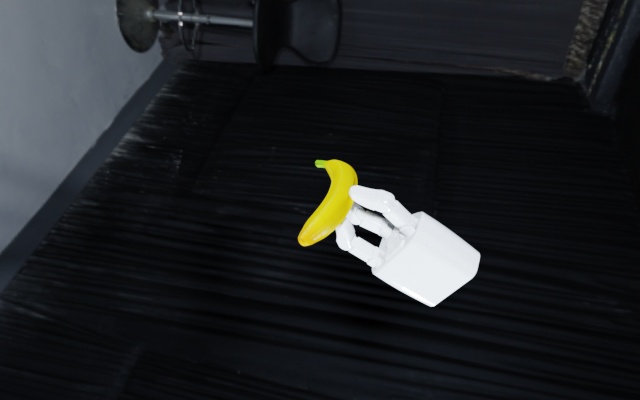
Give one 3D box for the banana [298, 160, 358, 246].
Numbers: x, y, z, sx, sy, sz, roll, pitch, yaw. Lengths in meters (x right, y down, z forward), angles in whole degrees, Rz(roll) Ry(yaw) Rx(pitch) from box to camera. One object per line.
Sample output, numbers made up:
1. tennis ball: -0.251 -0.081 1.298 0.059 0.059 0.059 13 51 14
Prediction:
1. banana: 0.017 -0.006 0.663 0.069 0.037 0.197 -19 29 20
